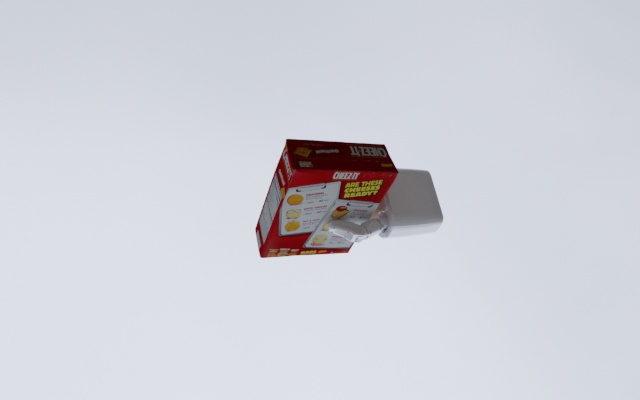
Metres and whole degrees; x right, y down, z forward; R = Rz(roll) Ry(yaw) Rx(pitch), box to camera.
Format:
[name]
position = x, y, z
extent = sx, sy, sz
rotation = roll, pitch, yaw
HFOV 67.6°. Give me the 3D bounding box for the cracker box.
[cracker box]
position = 0.000, 0.003, 0.752
extent = 0.164, 0.072, 0.214
rotation = 0, -40, -23
